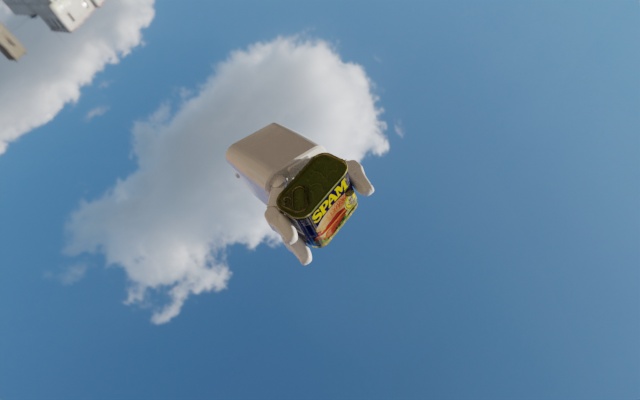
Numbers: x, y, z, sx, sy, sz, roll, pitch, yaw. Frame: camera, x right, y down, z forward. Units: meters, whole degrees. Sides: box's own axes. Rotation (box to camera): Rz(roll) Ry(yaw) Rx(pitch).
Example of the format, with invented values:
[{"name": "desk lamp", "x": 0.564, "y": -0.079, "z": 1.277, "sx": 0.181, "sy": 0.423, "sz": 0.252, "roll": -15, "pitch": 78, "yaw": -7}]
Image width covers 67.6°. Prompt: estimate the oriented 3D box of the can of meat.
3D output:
[{"name": "can of meat", "x": 0.000, "y": 0.002, "z": 0.637, "sx": 0.057, "sy": 0.102, "sz": 0.084, "roll": 29, "pitch": -21, "yaw": 33}]
